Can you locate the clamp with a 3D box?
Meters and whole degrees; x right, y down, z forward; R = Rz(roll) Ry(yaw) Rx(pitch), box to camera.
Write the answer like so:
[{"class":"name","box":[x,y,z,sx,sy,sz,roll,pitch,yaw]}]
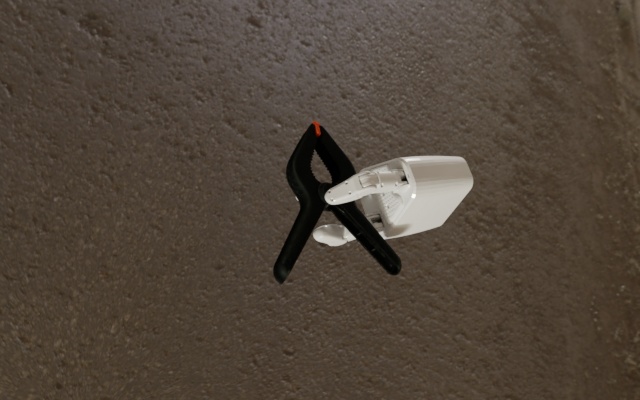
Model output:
[{"class":"clamp","box":[0.001,0.001,0.573,0.164,0.210,0.036,-6,-21,-32]}]
